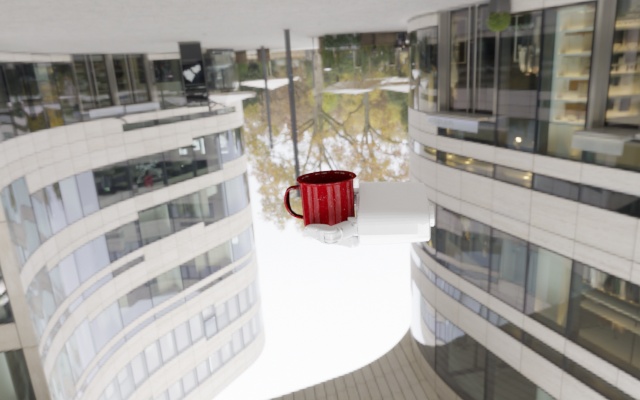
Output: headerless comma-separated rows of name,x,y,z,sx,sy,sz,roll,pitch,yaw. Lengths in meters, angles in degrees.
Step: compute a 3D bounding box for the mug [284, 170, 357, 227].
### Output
mug,-0.001,0.003,0.745,0.117,0.081,0.093,-2,16,9
